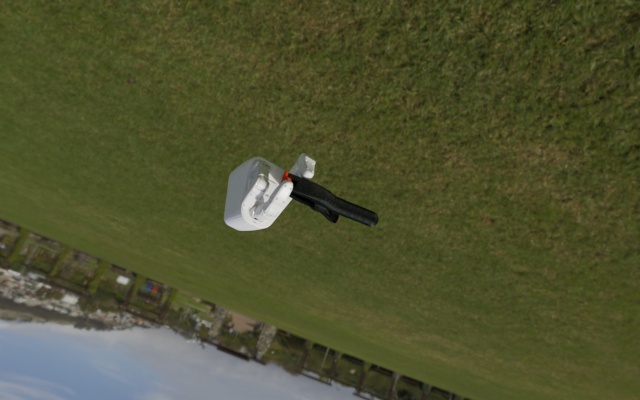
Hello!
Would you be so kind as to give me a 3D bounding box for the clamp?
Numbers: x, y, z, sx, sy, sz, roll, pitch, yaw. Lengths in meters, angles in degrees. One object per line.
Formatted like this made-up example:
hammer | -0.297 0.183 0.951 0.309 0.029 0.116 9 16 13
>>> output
clamp | 0.000 0.003 0.788 0.171 0.039 0.120 29 -21 -23
